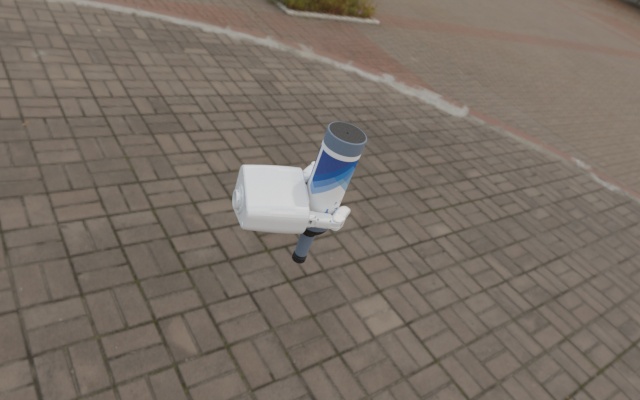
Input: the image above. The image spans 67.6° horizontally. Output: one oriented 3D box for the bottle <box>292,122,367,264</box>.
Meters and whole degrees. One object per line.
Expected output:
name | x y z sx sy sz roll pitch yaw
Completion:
bottle | 0.000 0.003 0.847 0.069 0.296 0.069 14 37 -10
